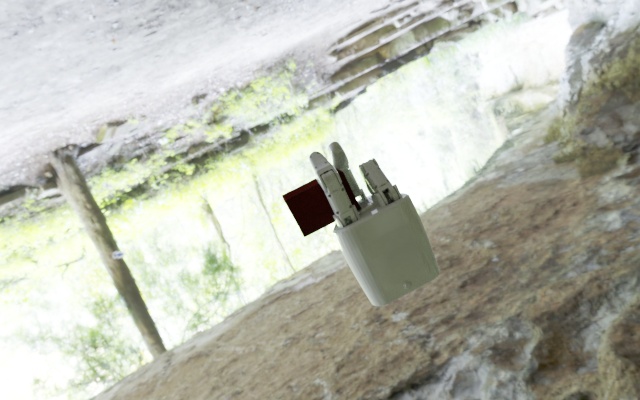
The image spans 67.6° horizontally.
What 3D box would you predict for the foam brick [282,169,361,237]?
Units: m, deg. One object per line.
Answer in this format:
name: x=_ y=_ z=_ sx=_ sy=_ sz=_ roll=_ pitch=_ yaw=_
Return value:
foam brick: x=0.000 y=0.002 z=0.578 sx=0.078 sy=0.051 sz=0.053 roll=-27 pitch=10 yaw=-3
